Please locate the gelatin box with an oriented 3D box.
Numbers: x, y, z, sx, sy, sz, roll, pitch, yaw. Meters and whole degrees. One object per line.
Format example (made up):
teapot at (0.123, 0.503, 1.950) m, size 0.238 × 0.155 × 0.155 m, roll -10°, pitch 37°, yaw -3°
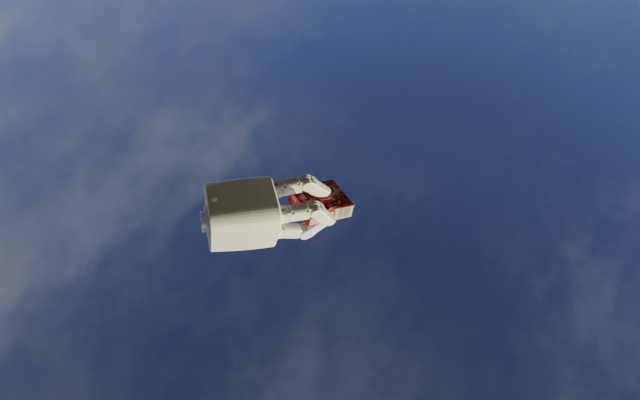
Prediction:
gelatin box at (0.000, 0.003, 0.801) m, size 0.089 × 0.030 × 0.073 m, roll -11°, pitch 44°, yaw -29°
